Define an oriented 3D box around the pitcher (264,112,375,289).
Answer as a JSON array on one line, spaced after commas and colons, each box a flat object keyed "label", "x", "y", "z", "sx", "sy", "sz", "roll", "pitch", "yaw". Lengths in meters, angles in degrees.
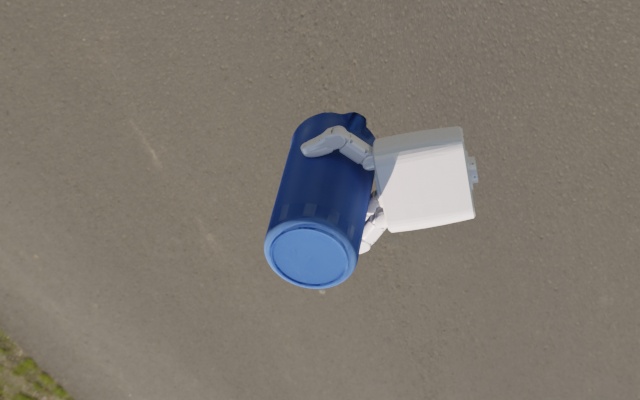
[{"label": "pitcher", "x": 0.000, "y": 0.002, "z": 0.632, "sx": 0.145, "sy": 0.149, "sz": 0.242, "roll": -9, "pitch": 34, "yaw": 16}]
